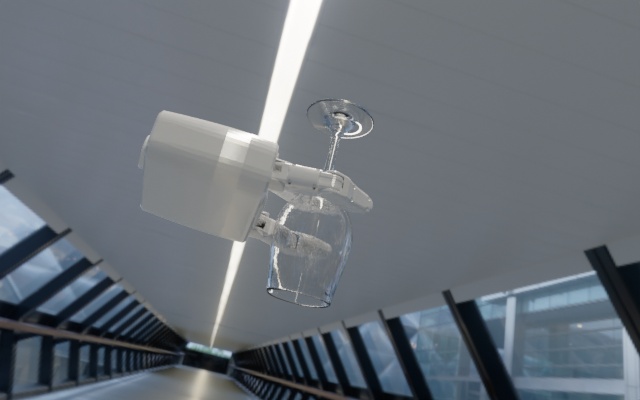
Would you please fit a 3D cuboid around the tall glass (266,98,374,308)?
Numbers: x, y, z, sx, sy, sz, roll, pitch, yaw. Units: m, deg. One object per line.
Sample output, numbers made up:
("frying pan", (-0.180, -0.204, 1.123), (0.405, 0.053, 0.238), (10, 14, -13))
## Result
("tall glass", (0.000, 0.001, 0.481), (0.079, 0.201, 0.079), (11, -22, 4))
